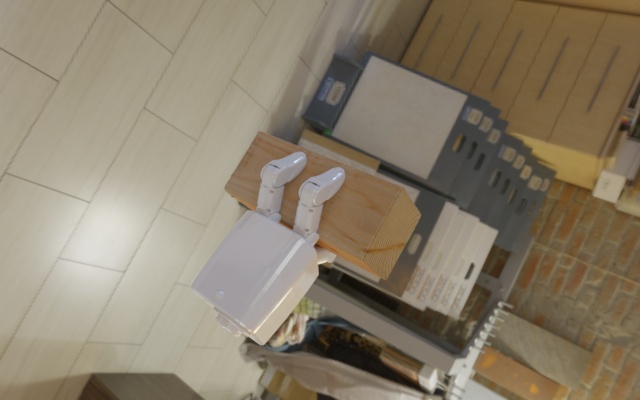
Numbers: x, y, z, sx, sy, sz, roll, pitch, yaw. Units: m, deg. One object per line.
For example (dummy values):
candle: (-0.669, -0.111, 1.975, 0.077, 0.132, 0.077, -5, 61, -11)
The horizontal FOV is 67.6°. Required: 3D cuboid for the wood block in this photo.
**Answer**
wood block: (0.000, 0.002, 0.570, 0.206, 0.090, 0.091, 25, -10, 31)
